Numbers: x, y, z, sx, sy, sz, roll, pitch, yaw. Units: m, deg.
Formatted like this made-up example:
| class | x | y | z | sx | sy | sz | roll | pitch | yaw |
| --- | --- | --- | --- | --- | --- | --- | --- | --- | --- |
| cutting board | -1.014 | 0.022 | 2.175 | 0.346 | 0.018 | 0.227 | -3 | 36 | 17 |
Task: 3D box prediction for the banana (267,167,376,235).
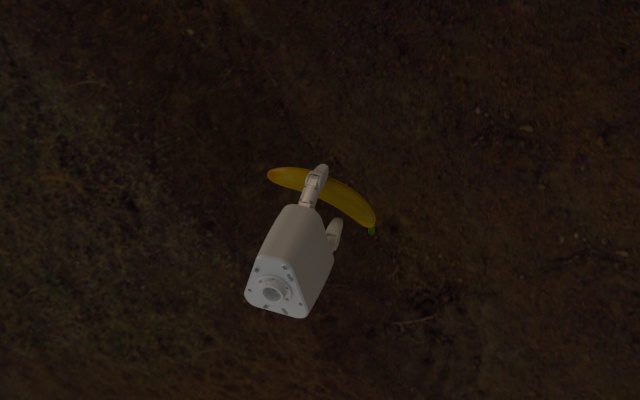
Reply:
| class | x | y | z | sx | sy | sz | roll | pitch | yaw |
| --- | --- | --- | --- | --- | --- | --- | --- | --- | --- |
| banana | 0.011 | -0.007 | 0.741 | 0.198 | 0.037 | 0.070 | 31 | -46 | -4 |
